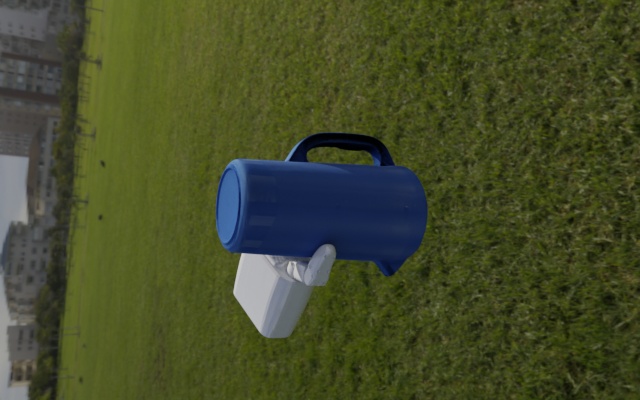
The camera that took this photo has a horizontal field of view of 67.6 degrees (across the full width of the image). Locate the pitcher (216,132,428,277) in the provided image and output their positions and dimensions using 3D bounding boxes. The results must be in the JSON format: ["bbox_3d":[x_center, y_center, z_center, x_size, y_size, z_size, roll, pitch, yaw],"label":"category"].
[{"bbox_3d":[0.000,0.002,0.599,0.243,0.145,0.149,4,32,-28],"label":"pitcher"}]
